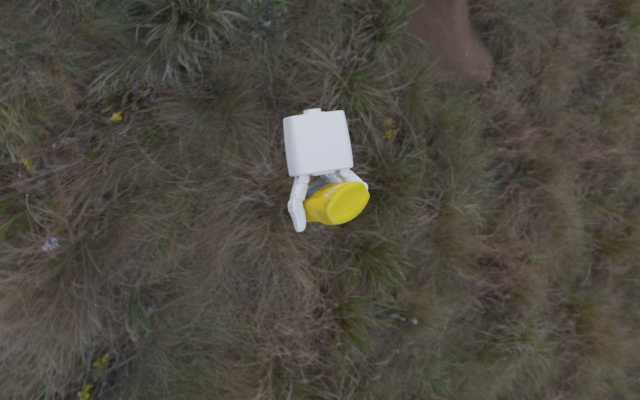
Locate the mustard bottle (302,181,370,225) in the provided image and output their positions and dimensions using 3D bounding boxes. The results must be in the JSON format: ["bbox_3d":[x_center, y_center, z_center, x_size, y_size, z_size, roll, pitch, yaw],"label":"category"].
[{"bbox_3d":[0.000,0.003,0.895,0.096,0.058,0.191,-39,20,-25],"label":"mustard bottle"}]
